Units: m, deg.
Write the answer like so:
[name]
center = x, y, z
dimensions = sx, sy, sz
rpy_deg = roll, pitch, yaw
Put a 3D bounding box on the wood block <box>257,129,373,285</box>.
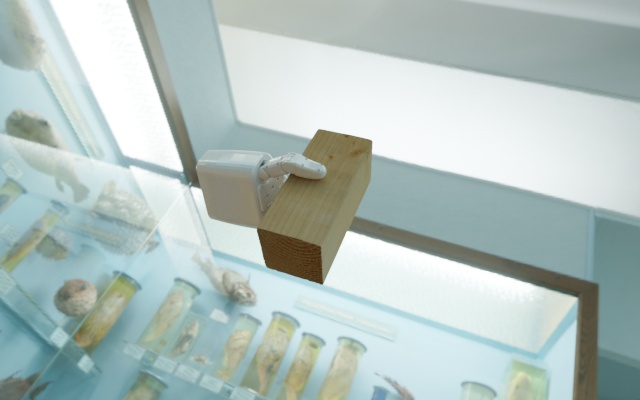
[wood block]
center = 0.000, 0.002, 0.679
dimensions = 0.090, 0.206, 0.091
rpy_deg = 15, -39, 16
